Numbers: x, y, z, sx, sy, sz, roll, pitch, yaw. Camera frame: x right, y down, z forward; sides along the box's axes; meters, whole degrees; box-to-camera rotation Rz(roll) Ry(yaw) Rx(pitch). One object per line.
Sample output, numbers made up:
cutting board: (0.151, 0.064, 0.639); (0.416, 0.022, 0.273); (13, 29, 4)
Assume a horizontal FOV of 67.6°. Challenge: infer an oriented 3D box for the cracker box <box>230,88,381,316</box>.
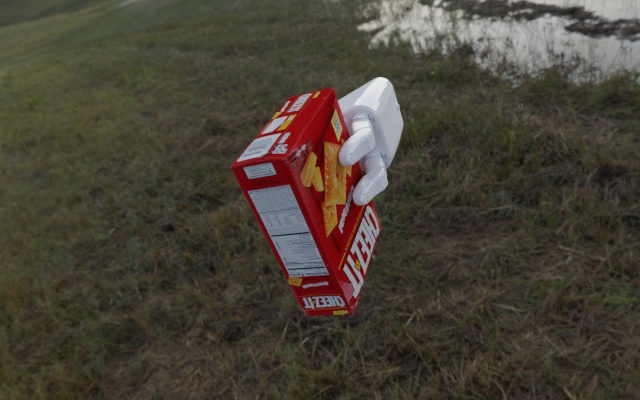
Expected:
cracker box: (0.000, 0.002, 0.561); (0.072, 0.214, 0.164); (-7, 32, 26)
